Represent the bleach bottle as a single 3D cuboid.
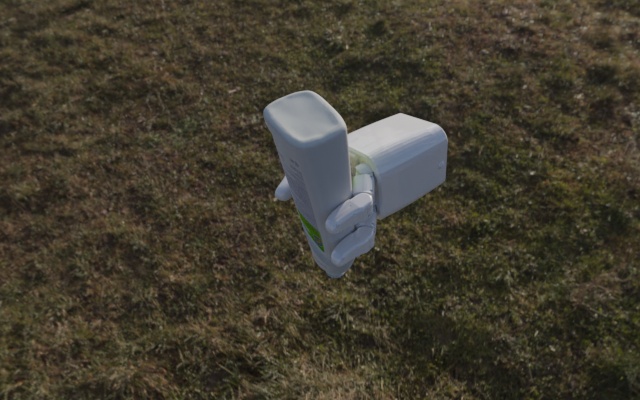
[{"bbox_3d":[0.000,0.002,0.575,0.068,0.251,0.102,-25,46,-14],"label":"bleach bottle"}]
